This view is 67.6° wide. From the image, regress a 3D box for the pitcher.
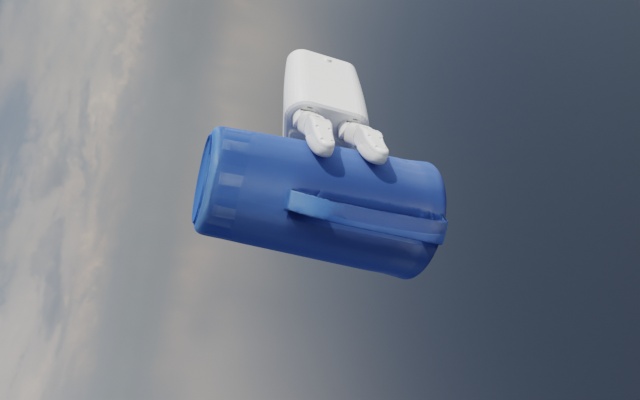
[{"bbox_3d":[0.000,0.001,0.490,0.243,0.145,0.149,11,-40,-18],"label":"pitcher"}]
